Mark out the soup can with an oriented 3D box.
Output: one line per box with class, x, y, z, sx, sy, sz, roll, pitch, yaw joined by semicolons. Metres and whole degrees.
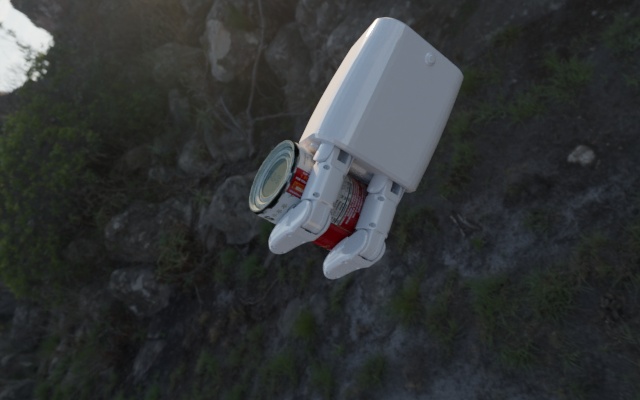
soup can;0.000;0.002;0.405;0.102;0.068;0.068;28;-14;-27
